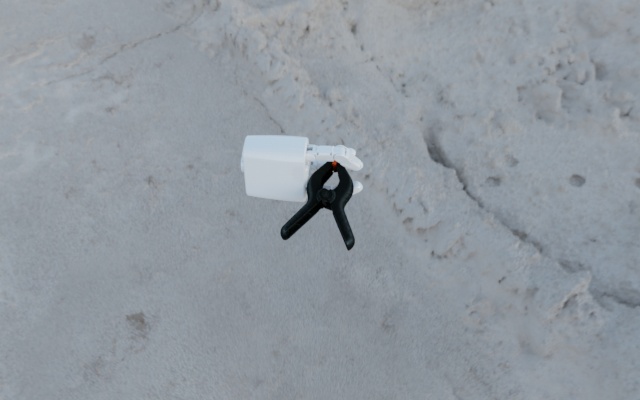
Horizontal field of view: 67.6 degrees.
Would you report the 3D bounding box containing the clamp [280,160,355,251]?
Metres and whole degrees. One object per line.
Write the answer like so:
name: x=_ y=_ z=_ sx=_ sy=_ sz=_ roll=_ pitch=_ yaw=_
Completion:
clamp: x=0.000 y=0.002 z=0.790 sx=0.120 sy=0.171 sz=0.039 roll=4 pitch=-33 yaw=3
